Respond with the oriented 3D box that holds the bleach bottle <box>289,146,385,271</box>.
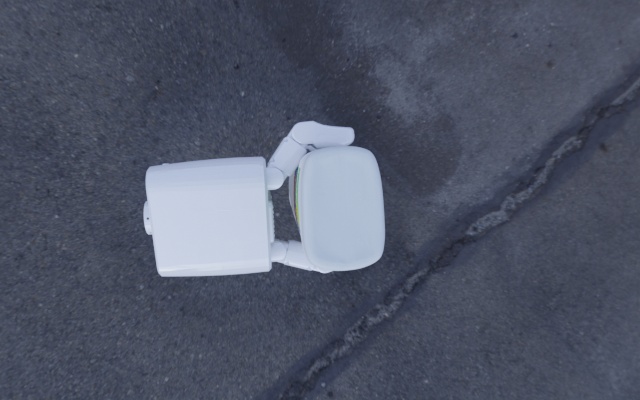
[{"bbox_3d":[0.000,0.002,0.495,0.068,0.102,0.251,-3,2,-8],"label":"bleach bottle"}]
